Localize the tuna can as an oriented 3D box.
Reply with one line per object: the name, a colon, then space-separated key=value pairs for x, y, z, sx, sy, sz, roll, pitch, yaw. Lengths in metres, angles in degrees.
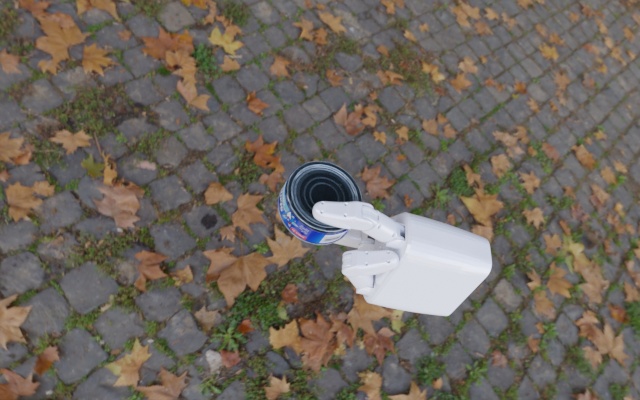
tuna can: x=0.000 y=0.001 z=0.504 sx=0.086 sy=0.086 sz=0.034 roll=0 pitch=-26 yaw=-20
